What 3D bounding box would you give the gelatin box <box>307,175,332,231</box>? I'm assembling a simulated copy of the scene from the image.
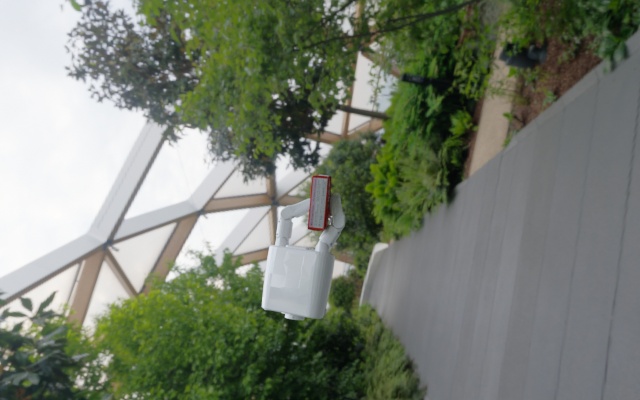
[{"bbox_3d":[0.000,0.002,0.793,0.030,0.089,0.073,5,4,5],"label":"gelatin box"}]
